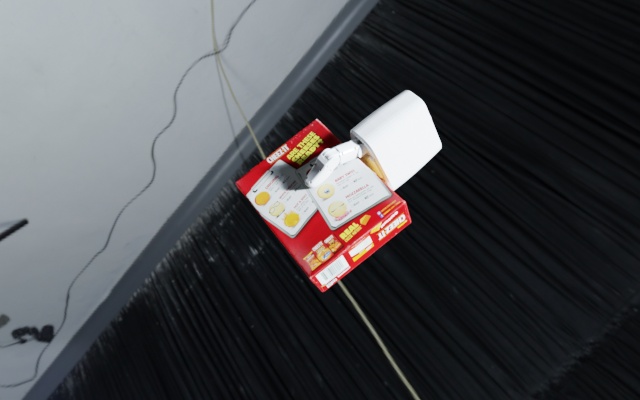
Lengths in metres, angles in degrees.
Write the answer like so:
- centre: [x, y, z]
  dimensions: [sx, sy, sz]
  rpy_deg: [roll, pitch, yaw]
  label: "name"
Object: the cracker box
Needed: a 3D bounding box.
- centre: [0.000, 0.002, 0.703]
  dimensions: [0.213, 0.164, 0.072]
  rpy_deg: [47, -7, 35]
  label: "cracker box"
